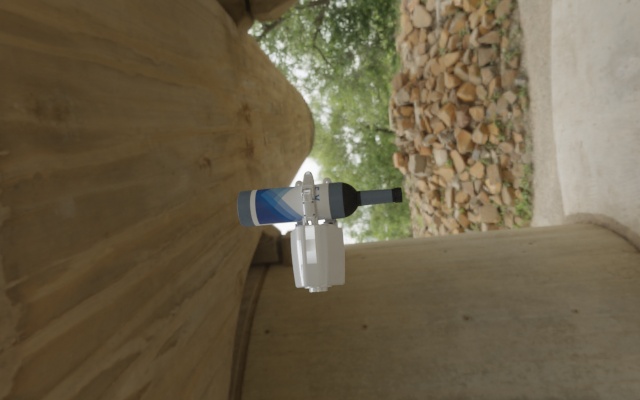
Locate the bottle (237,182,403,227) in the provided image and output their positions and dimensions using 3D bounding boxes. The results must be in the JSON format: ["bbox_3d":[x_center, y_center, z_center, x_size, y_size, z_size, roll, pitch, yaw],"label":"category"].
[{"bbox_3d":[0.000,0.003,0.872,0.296,0.069,0.069,-5,-1,7],"label":"bottle"}]
